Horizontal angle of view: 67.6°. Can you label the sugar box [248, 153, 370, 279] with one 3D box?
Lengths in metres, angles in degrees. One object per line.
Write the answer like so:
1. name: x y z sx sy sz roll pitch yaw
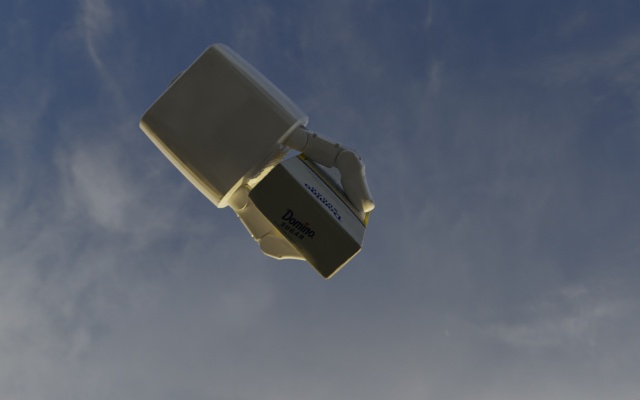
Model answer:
1. sugar box: 0.000 0.002 0.446 0.048 0.093 0.176 -44 1 16
